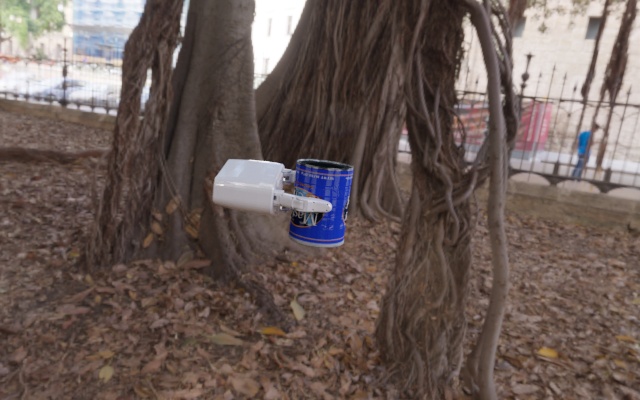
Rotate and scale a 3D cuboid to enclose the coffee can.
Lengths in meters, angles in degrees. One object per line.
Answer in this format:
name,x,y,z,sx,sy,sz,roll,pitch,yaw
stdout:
coffee can,0.000,0.003,0.860,0.103,0.140,0.102,7,12,-1
